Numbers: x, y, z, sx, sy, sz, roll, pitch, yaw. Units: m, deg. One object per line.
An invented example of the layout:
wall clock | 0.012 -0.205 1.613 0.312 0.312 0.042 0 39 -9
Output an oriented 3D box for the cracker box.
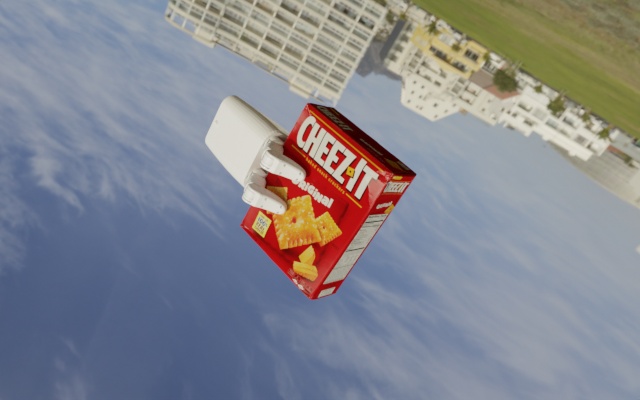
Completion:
cracker box | 0.000 0.002 0.652 0.164 0.214 0.072 43 26 26
